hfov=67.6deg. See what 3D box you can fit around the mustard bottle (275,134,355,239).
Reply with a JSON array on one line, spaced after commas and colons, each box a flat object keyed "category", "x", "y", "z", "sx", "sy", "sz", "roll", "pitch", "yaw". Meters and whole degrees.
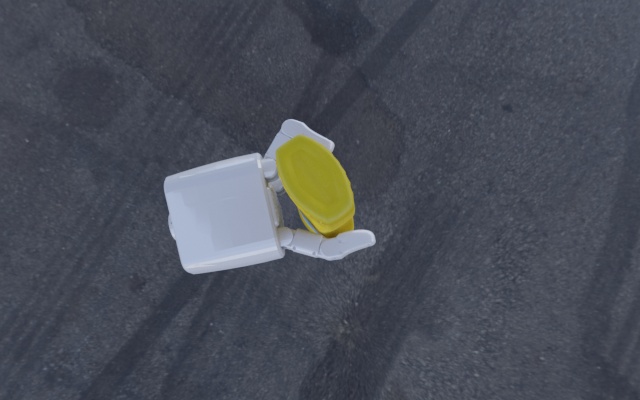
[{"category": "mustard bottle", "x": 0.000, "y": 0.002, "z": 0.541, "sx": 0.058, "sy": 0.096, "sz": 0.192, "roll": -36, "pitch": -14, "yaw": -5}]
